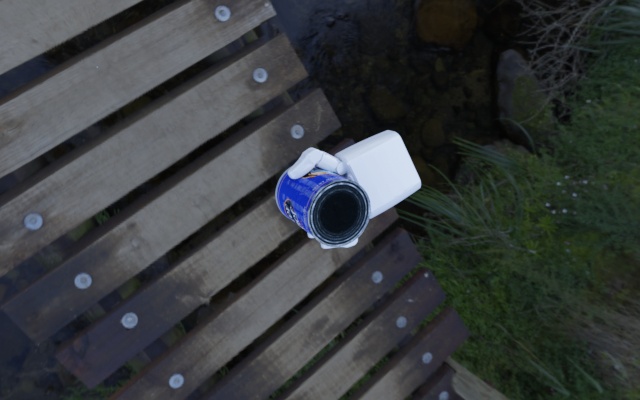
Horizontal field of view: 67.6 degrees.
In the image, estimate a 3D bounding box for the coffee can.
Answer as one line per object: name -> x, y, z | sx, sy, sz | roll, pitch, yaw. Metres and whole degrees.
coffee can -> 0.000, 0.002, 0.752 | 0.103, 0.103, 0.140 | 0, 14, -25
